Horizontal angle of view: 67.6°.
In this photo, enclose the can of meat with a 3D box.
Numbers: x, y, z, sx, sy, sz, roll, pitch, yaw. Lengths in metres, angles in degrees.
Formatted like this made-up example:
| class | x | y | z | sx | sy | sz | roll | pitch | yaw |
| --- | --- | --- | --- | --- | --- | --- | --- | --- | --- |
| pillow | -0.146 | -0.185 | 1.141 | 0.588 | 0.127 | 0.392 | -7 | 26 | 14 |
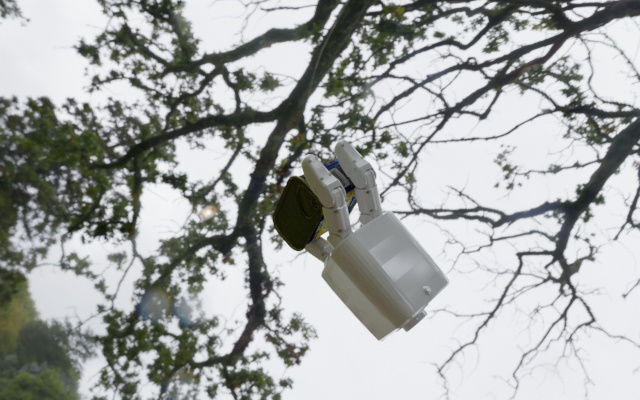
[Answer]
| class | x | y | z | sx | sy | sz | roll | pitch | yaw |
| --- | --- | --- | --- | --- | --- | --- | --- | --- | --- |
| can of meat | 0.000 | 0.002 | 0.568 | 0.084 | 0.057 | 0.102 | -28 | -23 | -38 |
